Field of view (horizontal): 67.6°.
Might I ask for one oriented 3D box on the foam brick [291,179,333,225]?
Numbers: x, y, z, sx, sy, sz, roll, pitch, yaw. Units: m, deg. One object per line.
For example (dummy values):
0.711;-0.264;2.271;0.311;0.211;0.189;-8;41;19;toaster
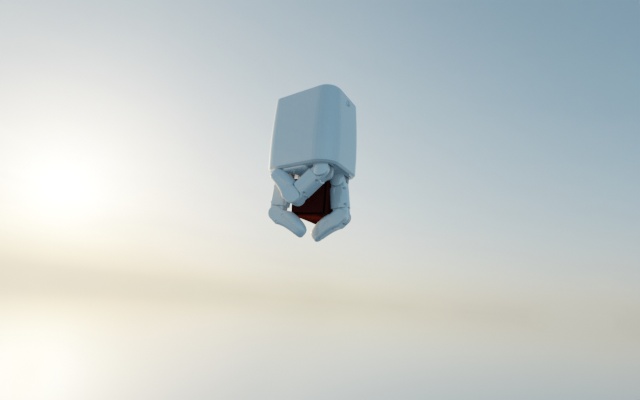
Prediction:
0.000;0.002;0.675;0.053;0.051;0.078;-2;-13;24;foam brick
